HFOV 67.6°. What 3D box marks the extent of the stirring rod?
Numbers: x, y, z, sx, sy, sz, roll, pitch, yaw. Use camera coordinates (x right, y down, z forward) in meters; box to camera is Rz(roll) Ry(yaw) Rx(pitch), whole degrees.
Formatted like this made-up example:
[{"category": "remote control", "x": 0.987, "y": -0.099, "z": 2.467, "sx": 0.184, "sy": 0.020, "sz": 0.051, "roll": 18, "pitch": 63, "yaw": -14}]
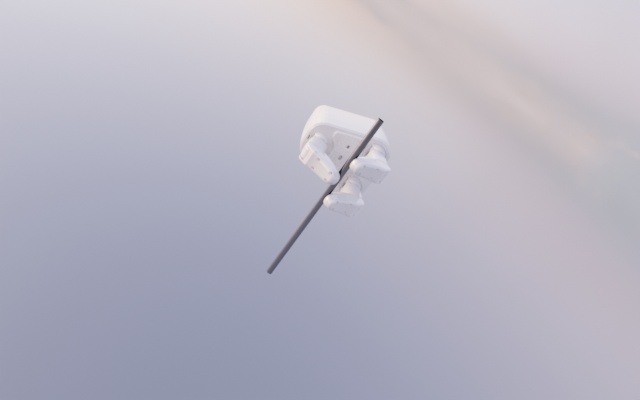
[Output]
[{"category": "stirring rod", "x": 0.000, "y": 0.002, "z": 0.566, "sx": 0.011, "sy": 0.240, "sz": 0.011, "roll": 30, "pitch": 23, "yaw": -14}]
